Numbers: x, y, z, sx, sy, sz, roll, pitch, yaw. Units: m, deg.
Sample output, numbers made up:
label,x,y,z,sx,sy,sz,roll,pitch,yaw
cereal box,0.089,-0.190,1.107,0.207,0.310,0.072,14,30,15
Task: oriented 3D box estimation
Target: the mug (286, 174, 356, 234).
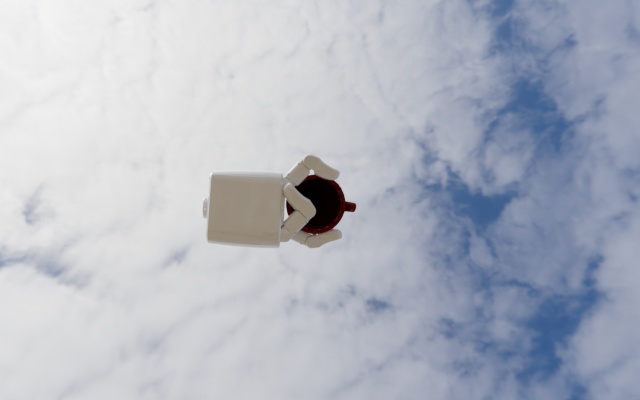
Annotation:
label,x,y,z,sx,sy,sz,roll,pitch,yaw
mug,0.002,0.003,0.775,0.117,0.093,0.081,5,6,-8
